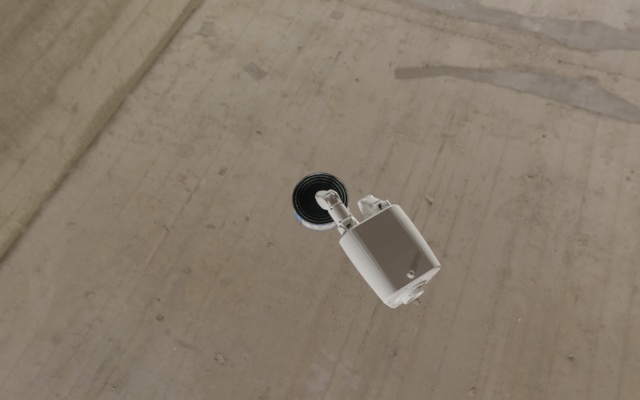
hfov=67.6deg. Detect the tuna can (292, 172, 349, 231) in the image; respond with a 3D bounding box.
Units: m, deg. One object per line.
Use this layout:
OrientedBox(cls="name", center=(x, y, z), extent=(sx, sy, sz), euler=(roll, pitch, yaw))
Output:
OrientedBox(cls="tuna can", center=(0.000, 0.003, 0.735), extent=(0.086, 0.086, 0.034), euler=(0, -23, 2))
